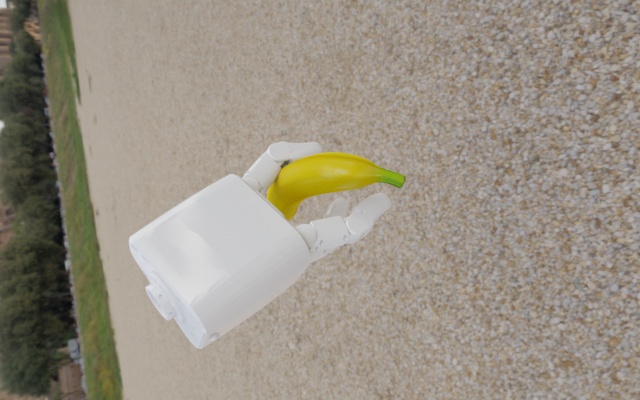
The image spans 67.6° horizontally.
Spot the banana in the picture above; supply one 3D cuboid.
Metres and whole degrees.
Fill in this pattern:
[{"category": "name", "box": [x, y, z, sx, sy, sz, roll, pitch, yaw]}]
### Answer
[{"category": "banana", "box": [-0.011, -0.010, 0.462, 0.070, 0.037, 0.198, 40, -29, -22]}]
